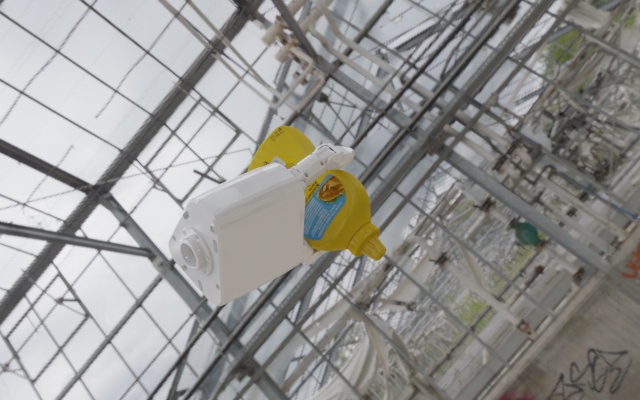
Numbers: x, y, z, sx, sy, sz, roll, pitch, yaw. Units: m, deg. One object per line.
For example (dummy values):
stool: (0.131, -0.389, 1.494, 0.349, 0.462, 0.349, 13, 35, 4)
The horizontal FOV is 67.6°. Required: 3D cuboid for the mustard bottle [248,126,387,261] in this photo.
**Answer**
mustard bottle: (0.000, 0.002, 0.557, 0.191, 0.096, 0.058, 41, 19, 23)
